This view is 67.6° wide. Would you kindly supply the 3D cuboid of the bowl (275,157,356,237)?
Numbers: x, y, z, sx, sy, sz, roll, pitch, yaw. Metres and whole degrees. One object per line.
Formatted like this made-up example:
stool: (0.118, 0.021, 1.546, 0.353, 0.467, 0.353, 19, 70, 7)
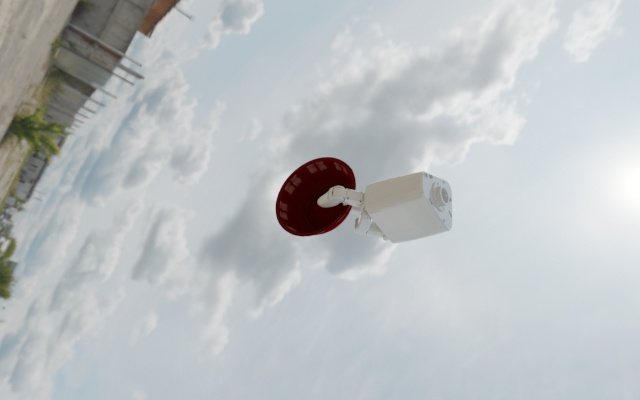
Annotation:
bowl: (-0.001, 0.003, 0.863, 0.162, 0.162, 0.055, 0, -29, 31)
